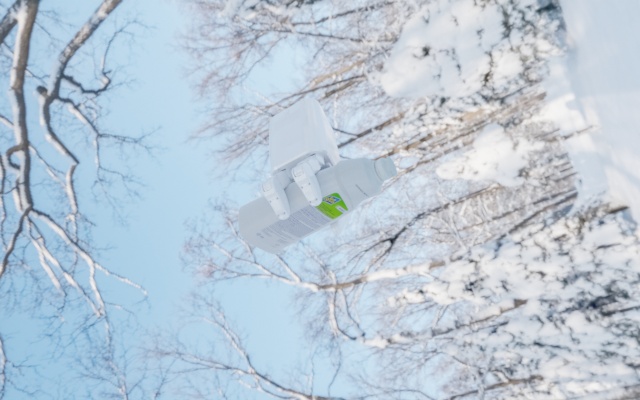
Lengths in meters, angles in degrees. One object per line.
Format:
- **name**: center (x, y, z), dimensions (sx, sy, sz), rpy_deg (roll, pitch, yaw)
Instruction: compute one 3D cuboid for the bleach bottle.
- **bleach bottle**: center (0.000, 0.002, 0.710), dimensions (0.251, 0.068, 0.103), rpy_deg (-24, -35, 27)
